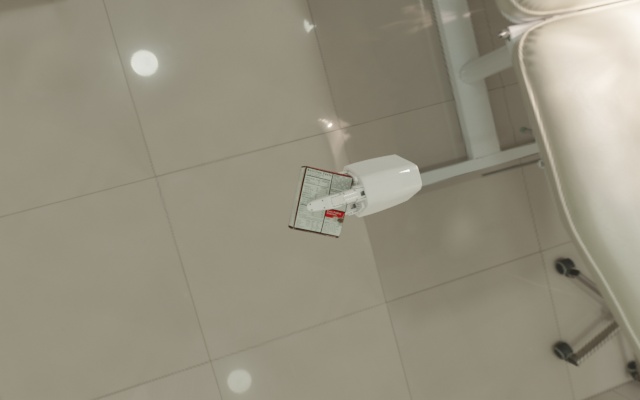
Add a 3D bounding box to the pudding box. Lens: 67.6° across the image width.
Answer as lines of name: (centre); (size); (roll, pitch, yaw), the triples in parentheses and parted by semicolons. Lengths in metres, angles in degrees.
pudding box: (0.000, 0.003, 0.837); (0.090, 0.113, 0.039); (13, -2, -15)
